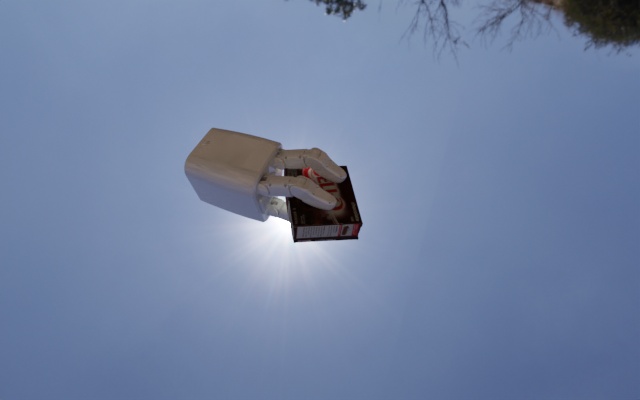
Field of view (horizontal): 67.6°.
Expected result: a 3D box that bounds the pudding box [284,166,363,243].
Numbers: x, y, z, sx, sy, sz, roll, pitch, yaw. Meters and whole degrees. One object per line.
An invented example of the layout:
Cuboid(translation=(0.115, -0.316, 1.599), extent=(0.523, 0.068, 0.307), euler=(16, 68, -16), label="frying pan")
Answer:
Cuboid(translation=(0.000, 0.002, 0.638), extent=(0.090, 0.113, 0.039), euler=(-3, -41, -10), label="pudding box")
